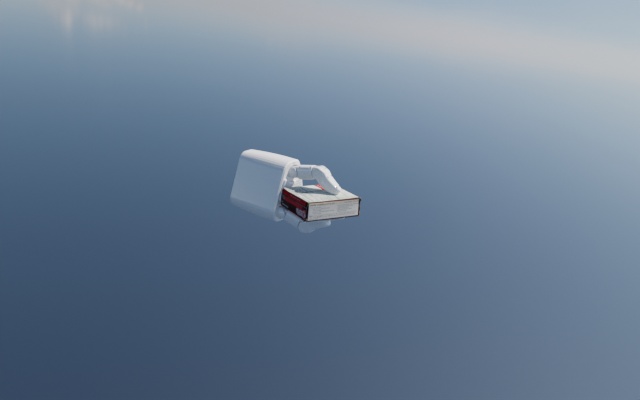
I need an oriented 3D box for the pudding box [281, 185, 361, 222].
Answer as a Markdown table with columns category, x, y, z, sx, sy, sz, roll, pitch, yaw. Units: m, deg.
| category | x | y | z | sx | sy | sz | roll | pitch | yaw |
| --- | --- | --- | --- | --- | --- | --- | --- | --- | --- |
| pudding box | 0.000 | 0.003 | 0.836 | 0.113 | 0.039 | 0.090 | -7 | 22 | -32 |
